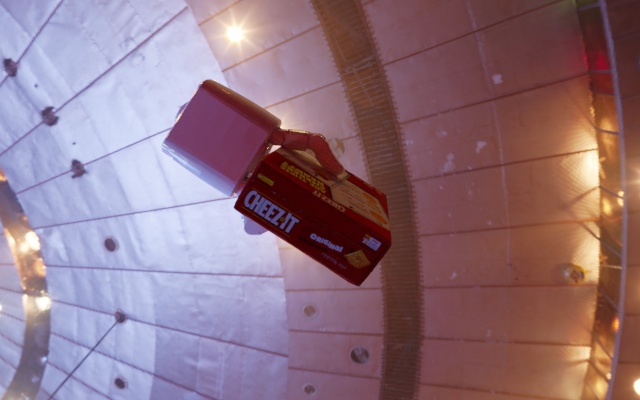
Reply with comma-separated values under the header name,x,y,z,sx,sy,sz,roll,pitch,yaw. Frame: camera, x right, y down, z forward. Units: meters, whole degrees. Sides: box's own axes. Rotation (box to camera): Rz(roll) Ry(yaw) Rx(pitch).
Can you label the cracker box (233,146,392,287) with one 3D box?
name,x,y,z,sx,sy,sz,roll,pitch,yaw
cracker box,0.000,0.002,0.599,0.164,0.072,0.213,32,15,-2
